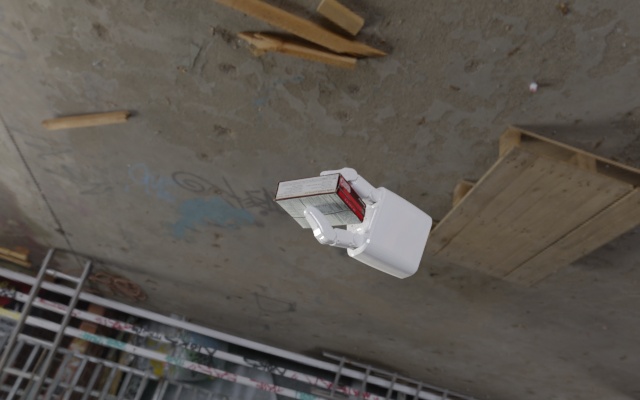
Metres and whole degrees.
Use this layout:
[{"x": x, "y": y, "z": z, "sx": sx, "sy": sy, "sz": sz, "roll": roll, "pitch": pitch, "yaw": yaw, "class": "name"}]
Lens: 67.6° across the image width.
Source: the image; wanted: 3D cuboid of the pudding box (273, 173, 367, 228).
[{"x": 0.000, "y": 0.003, "z": 0.720, "sx": 0.113, "sy": 0.039, "sz": 0.090, "roll": -8, "pitch": -37, "yaw": 30, "class": "pudding box"}]
